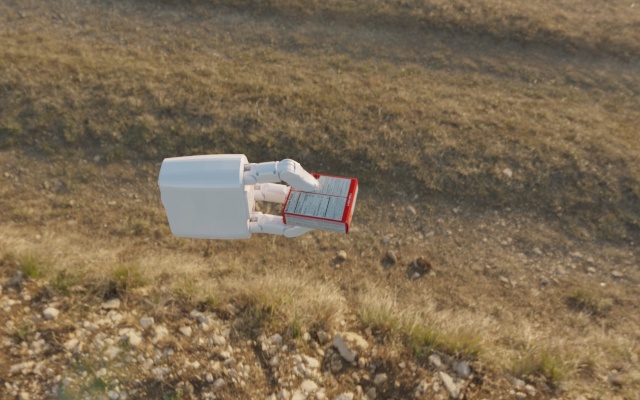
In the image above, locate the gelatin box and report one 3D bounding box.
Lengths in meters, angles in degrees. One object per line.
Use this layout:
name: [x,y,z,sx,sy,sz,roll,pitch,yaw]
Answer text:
gelatin box: [0.000,0.002,0.636,0.089,0.073,0.030,7,-36,12]
